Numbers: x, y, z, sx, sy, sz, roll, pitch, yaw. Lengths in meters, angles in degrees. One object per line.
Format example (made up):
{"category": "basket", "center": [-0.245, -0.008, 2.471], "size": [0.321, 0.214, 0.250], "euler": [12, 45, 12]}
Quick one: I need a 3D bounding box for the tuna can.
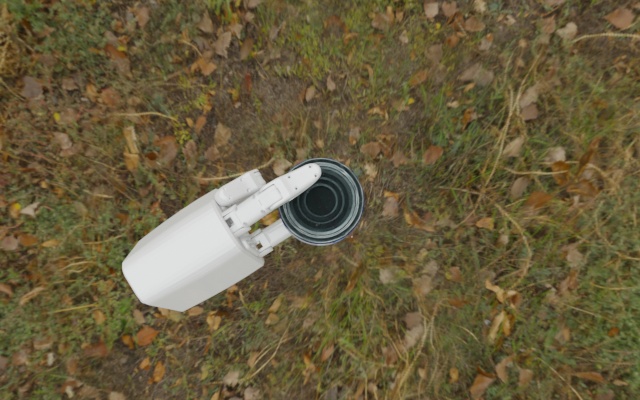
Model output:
{"category": "tuna can", "center": [0.000, 0.001, 0.472], "size": [0.086, 0.086, 0.034], "euler": [0, -7, -1]}
